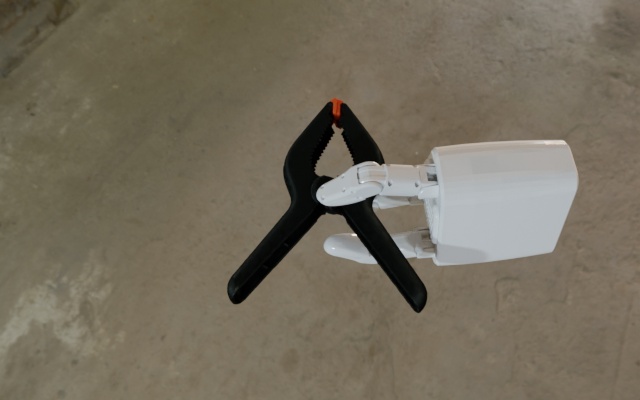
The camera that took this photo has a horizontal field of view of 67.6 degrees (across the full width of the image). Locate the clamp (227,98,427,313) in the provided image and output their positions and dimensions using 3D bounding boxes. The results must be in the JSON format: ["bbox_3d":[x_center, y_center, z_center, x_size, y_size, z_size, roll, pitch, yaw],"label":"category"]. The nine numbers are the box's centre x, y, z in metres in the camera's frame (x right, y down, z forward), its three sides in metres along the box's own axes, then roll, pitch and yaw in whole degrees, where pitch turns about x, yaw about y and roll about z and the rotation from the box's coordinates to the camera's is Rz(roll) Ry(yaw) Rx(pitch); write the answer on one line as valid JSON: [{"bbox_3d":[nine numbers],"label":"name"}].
[{"bbox_3d":[0.000,0.001,0.430,0.164,0.210,0.036,-5,-27,4],"label":"clamp"}]
